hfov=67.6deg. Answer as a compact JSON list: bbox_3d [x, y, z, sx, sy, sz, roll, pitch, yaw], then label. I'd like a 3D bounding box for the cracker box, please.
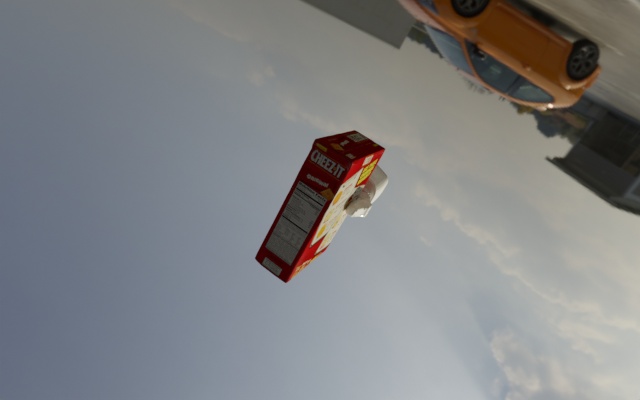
[{"bbox_3d":[0.000,0.003,0.736,0.072,0.214,0.164,34,23,13],"label":"cracker box"}]
